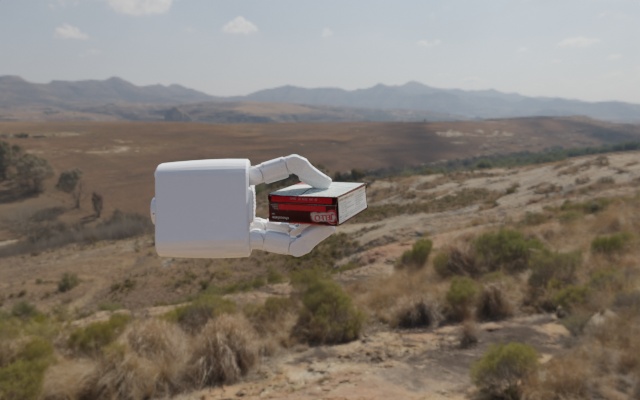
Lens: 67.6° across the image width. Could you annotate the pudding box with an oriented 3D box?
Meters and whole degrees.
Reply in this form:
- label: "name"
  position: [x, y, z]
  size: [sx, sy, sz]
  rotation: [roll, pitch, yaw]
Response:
- label: "pudding box"
  position: [0.000, 0.002, 0.590]
  size: [0.090, 0.039, 0.113]
  rotation: [4, 13, 23]
